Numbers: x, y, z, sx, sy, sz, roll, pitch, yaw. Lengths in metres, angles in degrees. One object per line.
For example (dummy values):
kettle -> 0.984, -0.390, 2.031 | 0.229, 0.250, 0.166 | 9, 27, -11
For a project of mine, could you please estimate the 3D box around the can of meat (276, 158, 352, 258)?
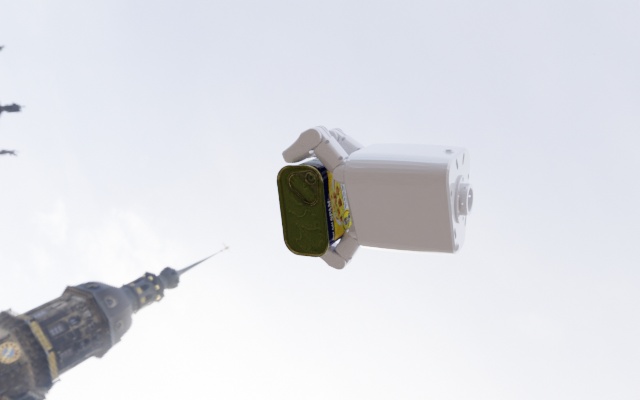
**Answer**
can of meat -> 0.000, 0.002, 0.543 | 0.057, 0.102, 0.084 | 2, 16, 30
